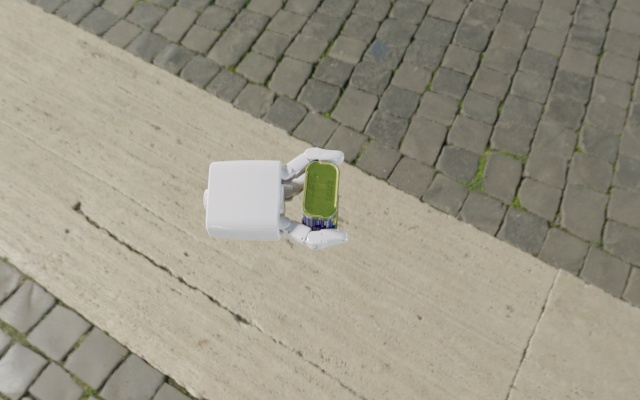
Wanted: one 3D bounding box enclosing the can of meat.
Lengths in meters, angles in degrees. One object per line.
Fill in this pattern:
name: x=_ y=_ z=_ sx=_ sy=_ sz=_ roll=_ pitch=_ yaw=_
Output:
can of meat: x=0.000 y=0.002 z=0.724 sx=0.057 sy=0.102 sz=0.084 roll=4 pitch=-29 yaw=1
